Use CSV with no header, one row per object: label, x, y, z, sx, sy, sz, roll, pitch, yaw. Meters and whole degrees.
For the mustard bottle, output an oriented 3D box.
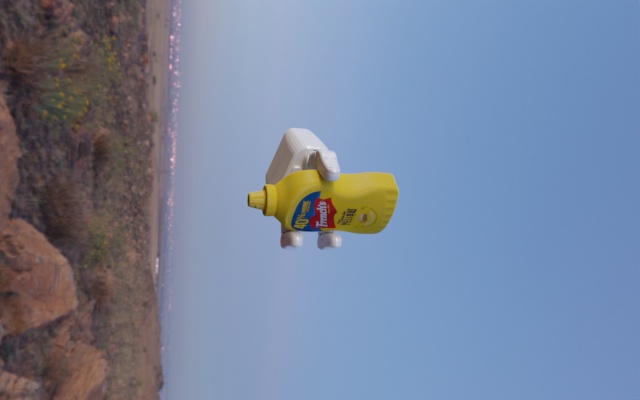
mustard bottle,0.000,0.002,0.631,0.191,0.058,0.096,3,-42,-17
